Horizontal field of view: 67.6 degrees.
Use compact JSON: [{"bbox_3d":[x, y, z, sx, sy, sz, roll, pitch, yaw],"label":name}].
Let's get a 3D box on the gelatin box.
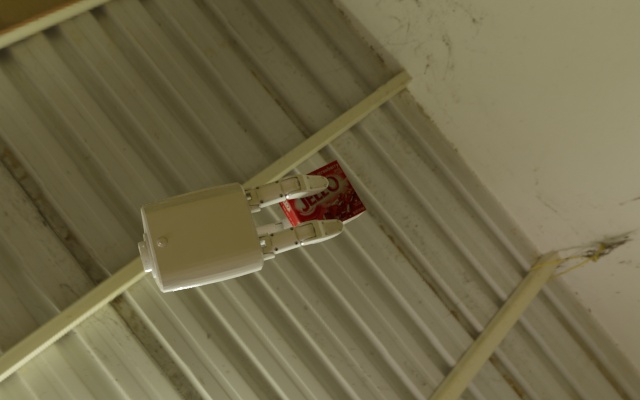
[{"bbox_3d":[0.000,0.002,0.575,0.089,0.073,0.030,-27,-8,-29],"label":"gelatin box"}]
